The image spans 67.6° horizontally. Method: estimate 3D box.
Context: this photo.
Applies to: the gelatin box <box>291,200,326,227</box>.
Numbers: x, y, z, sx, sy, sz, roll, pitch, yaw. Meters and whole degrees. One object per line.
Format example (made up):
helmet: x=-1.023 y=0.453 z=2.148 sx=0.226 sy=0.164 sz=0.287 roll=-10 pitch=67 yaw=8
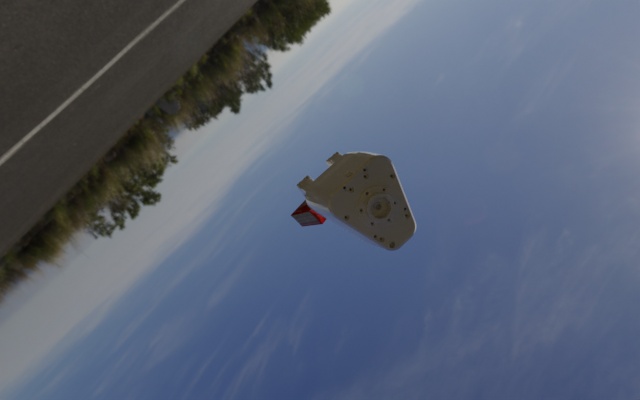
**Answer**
gelatin box: x=0.000 y=0.003 z=0.721 sx=0.030 sy=0.073 sz=0.089 roll=46 pitch=-19 yaw=-11
